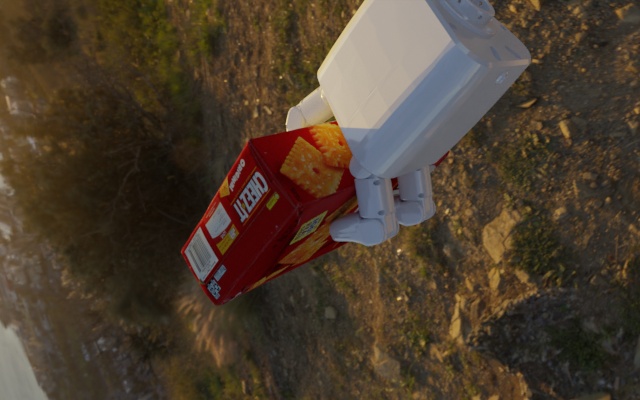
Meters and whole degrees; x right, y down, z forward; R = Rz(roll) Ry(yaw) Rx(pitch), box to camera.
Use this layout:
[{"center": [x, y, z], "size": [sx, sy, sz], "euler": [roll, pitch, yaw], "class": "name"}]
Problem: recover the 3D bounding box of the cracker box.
[{"center": [0.000, 0.001, 0.444], "size": [0.213, 0.072, 0.164], "euler": [-19, -22, -44], "class": "cracker box"}]
